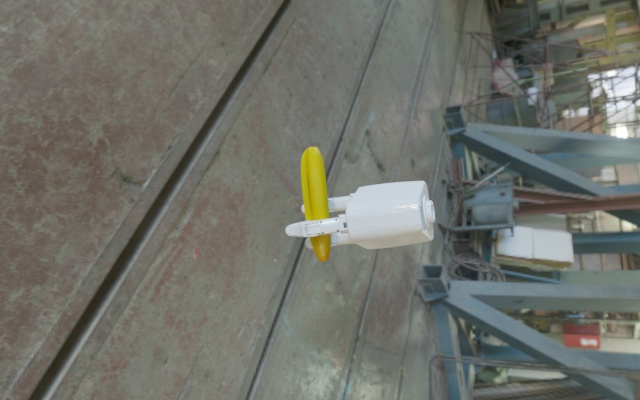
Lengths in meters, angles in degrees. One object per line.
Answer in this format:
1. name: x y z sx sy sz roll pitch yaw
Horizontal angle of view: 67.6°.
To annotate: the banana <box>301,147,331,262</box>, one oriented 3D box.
1. banana: -0.005 -0.007 0.741 0.037 0.197 0.070 -10 -23 13
